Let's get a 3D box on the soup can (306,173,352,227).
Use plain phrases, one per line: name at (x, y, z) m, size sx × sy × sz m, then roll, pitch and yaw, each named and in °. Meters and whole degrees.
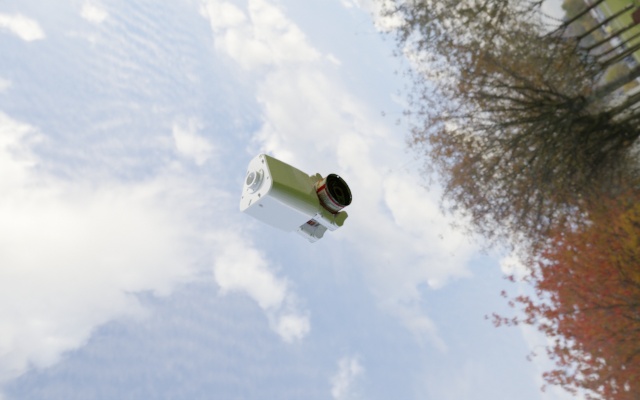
soup can at (0.000, 0.003, 0.895) m, size 0.102 × 0.068 × 0.068 m, roll -34°, pitch -21°, yaw 35°
